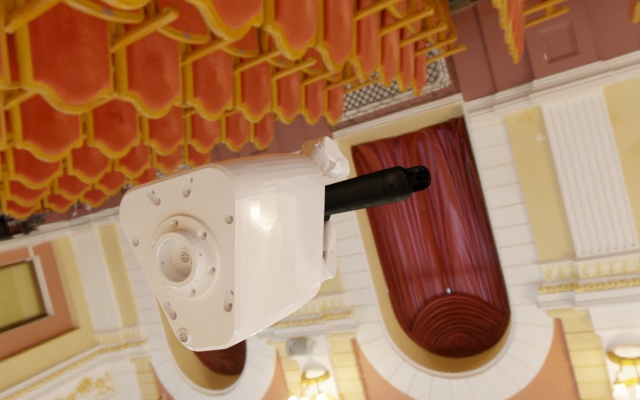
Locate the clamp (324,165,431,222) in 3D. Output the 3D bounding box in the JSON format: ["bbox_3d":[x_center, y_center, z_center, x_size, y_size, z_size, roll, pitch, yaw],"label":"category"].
[{"bbox_3d":[0.000,0.002,0.436,0.210,0.036,0.164,-13,-1,25],"label":"clamp"}]
